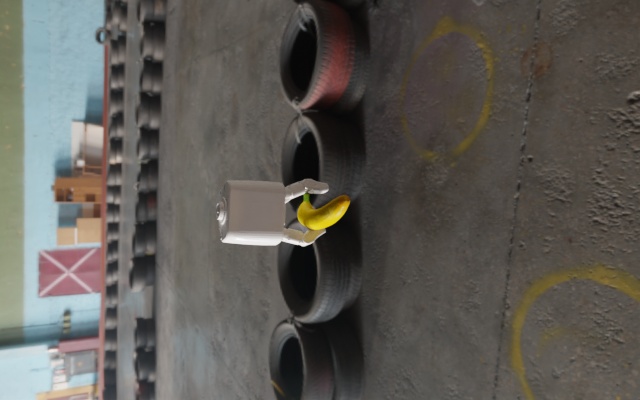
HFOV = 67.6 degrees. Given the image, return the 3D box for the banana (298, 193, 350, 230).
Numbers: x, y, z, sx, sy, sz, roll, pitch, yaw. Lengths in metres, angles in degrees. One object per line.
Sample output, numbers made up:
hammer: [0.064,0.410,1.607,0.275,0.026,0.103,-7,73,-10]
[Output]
banana: [-0.003,0.021,0.897,0.037,0.069,0.198,7,-1,-25]
